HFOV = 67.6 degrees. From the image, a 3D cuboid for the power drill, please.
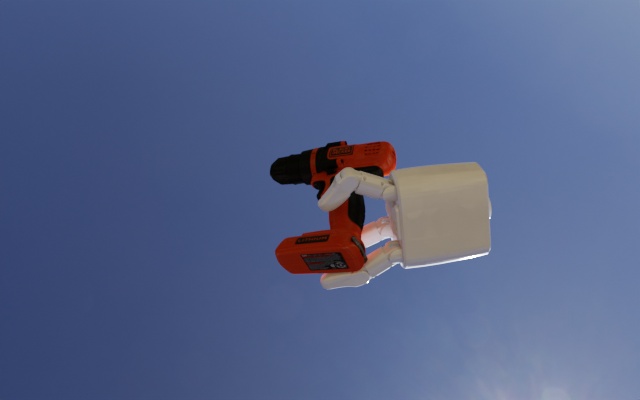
[{"bbox_3d":[0.000,0.002,0.618,0.184,0.187,0.057,-7,-41,24],"label":"power drill"}]
